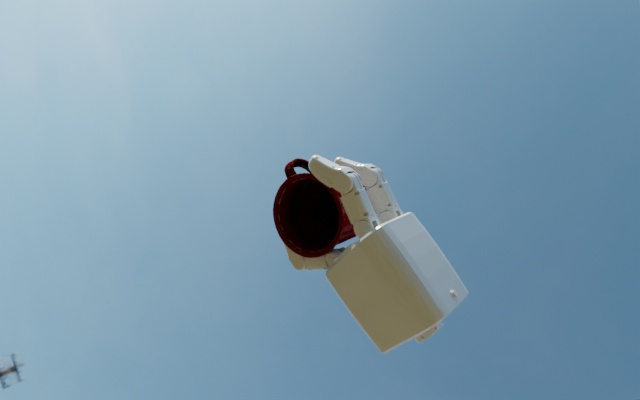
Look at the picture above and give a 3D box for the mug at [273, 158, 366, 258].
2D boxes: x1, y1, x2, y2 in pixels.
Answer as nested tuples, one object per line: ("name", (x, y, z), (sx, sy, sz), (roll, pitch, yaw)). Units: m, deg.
("mug", (-0.001, 0.001, 0.552), (0.093, 0.117, 0.081), (-42, -15, 31))
